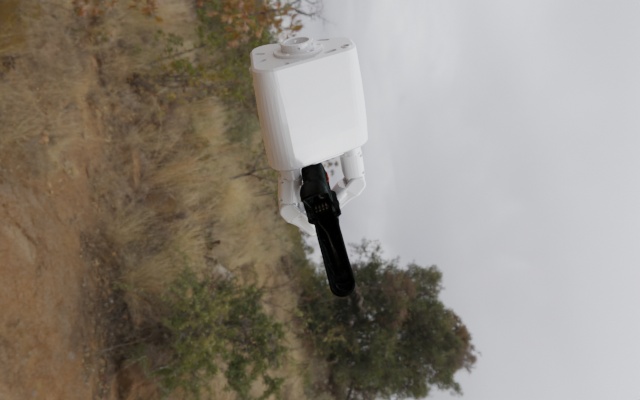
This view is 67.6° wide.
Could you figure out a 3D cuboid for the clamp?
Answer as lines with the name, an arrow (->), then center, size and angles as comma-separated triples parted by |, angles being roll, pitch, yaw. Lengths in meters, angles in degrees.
clamp -> 0.001, 0.001, 0.485 | 0.039, 0.120, 0.171 | -13, 34, -3
